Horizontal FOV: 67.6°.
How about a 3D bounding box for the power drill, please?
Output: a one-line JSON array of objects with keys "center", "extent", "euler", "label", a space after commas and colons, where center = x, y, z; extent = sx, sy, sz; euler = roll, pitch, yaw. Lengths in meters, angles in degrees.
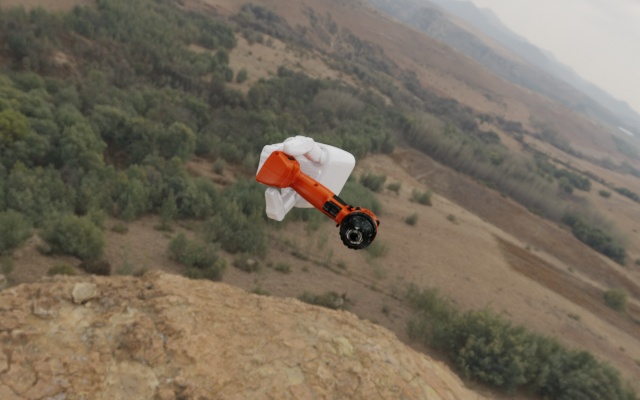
[{"center": [0.000, 0.002, 0.690], "extent": [0.187, 0.057, 0.184], "euler": [37, 6, 5], "label": "power drill"}]
